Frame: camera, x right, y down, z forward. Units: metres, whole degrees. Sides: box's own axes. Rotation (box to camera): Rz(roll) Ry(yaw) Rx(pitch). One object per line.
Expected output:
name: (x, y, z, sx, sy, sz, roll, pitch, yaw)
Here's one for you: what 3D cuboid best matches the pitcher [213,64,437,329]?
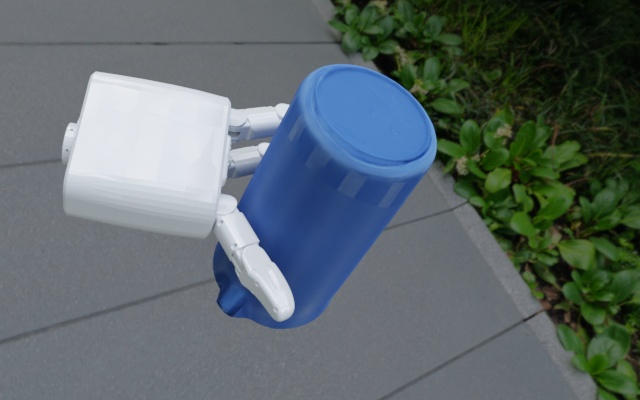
pitcher: (0.000, 0.001, 0.424, 0.145, 0.149, 0.243, 10, -38, -19)
